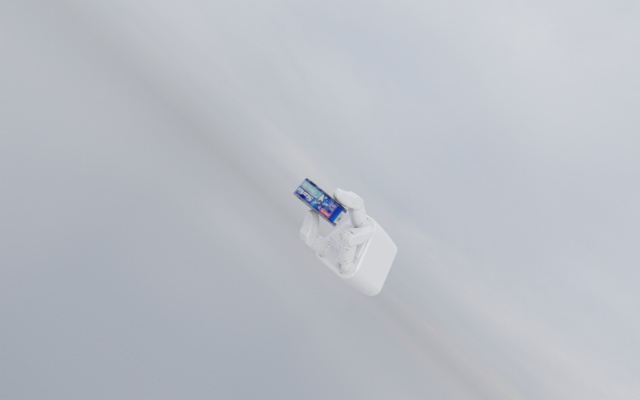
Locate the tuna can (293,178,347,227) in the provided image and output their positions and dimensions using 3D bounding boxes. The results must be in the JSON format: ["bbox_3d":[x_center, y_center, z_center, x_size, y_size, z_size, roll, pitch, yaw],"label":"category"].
[{"bbox_3d":[0.000,0.002,0.755,0.086,0.034,0.086,39,0,0],"label":"tuna can"}]
